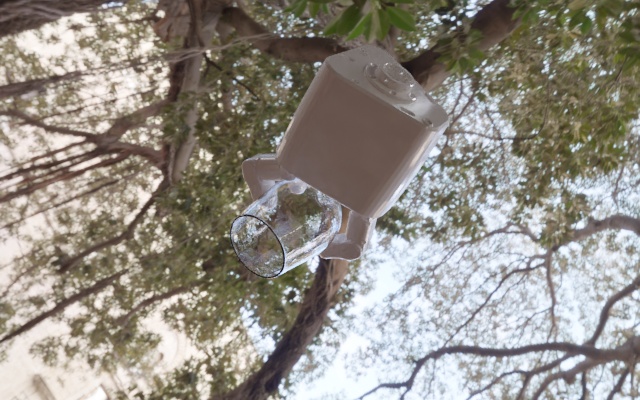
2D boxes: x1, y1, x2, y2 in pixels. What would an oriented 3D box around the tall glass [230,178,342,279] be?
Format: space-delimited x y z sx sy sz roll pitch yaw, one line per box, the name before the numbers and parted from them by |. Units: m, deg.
tall glass | 0.000 0.001 0.481 0.079 0.079 0.201 0 23 37
